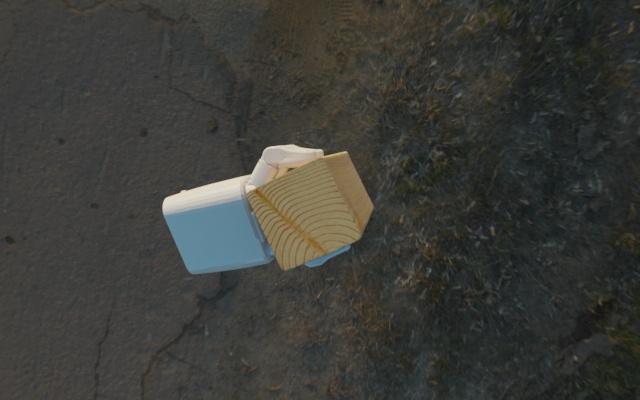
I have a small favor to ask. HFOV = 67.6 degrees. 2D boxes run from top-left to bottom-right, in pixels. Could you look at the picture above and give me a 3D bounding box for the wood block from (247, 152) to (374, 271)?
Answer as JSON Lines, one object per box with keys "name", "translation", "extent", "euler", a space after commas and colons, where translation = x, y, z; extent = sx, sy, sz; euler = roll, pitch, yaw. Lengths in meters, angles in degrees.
{"name": "wood block", "translation": [0.000, 0.002, 0.566], "extent": [0.090, 0.091, 0.206], "euler": [-25, 3, 12]}
